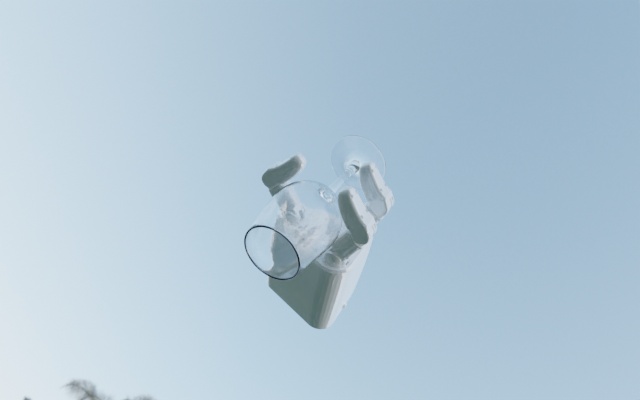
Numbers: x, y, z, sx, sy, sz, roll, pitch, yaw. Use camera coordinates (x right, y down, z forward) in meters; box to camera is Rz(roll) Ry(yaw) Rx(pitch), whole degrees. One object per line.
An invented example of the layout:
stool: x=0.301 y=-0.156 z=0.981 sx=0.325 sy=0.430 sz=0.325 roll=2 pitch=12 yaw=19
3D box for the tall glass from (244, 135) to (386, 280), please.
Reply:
tall glass: x=0.000 y=0.001 z=0.517 sx=0.079 sy=0.079 sz=0.201 roll=0 pitch=29 yaw=32
